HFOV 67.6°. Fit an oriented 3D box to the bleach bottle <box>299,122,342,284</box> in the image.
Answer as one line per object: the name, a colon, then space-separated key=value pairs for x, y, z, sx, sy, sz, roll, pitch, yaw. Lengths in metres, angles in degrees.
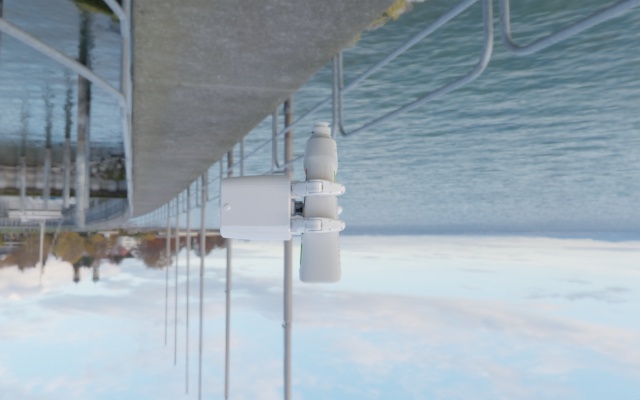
bleach bottle: x=0.000 y=0.003 z=0.765 sx=0.068 sy=0.251 sz=0.102 roll=0 pitch=-4 yaw=0
